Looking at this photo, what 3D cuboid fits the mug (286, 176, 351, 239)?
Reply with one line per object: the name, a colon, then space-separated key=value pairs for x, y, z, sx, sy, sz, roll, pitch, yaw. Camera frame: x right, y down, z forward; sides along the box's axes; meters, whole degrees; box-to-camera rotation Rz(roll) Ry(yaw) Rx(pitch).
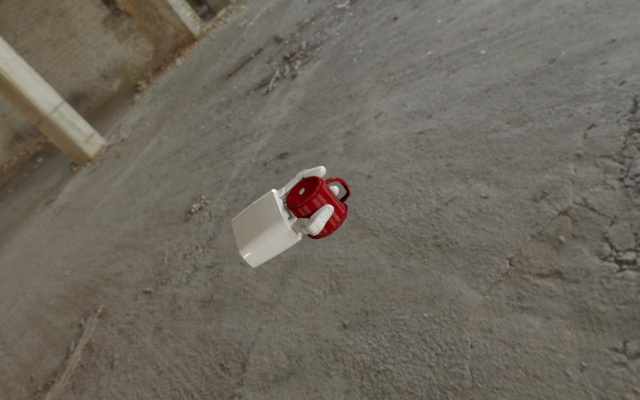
mug: x=0.001 y=0.002 z=0.869 sx=0.117 sy=0.081 sz=0.093 roll=-35 pitch=29 yaw=8
